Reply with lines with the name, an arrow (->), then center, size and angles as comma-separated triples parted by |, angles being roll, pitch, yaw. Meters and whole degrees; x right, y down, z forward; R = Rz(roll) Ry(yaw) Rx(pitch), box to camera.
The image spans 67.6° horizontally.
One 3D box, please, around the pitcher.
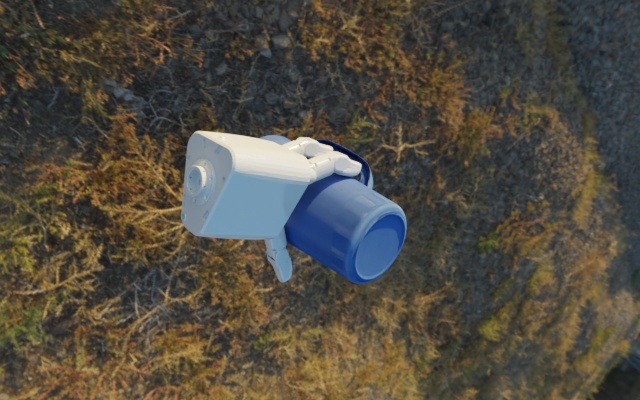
pitcher -> 0.000, 0.002, 0.647 | 0.145, 0.149, 0.242 | 7, 18, -47
